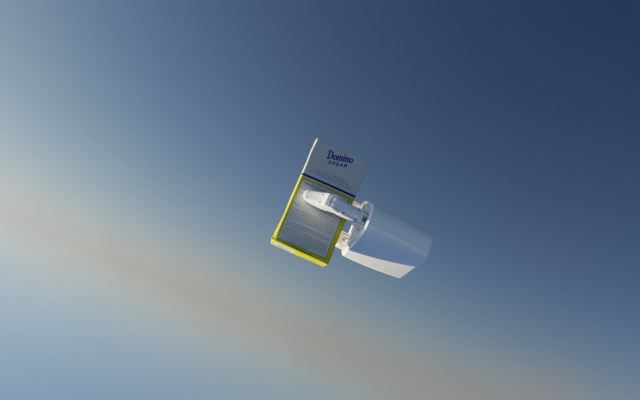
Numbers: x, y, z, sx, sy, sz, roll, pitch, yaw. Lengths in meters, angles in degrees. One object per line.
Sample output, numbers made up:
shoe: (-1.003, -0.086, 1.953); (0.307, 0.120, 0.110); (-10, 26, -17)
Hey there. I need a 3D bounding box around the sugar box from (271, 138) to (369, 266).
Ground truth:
sugar box: (0.000, 0.003, 0.740); (0.093, 0.176, 0.048); (24, -16, -3)
